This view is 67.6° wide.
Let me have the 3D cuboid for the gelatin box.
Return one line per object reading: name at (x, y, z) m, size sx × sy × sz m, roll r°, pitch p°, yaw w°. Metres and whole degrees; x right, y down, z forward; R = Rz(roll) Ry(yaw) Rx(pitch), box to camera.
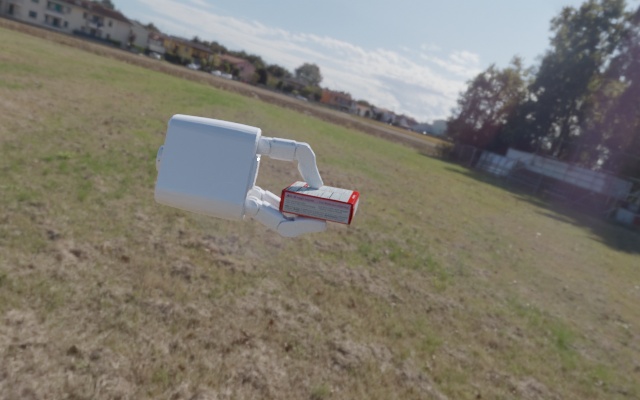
gelatin box at (0.000, 0.002, 0.595) m, size 0.089 × 0.030 × 0.073 m, roll 10°, pitch 13°, yaw 8°
